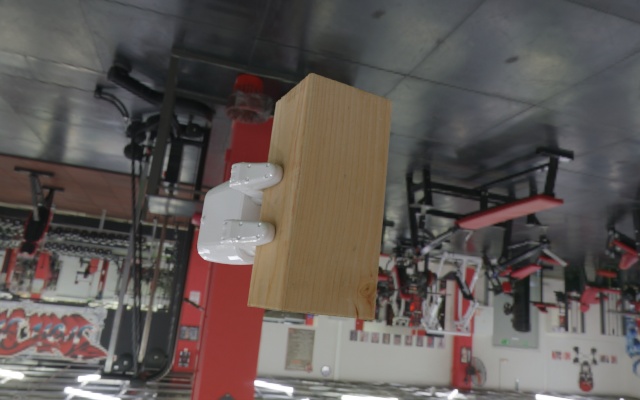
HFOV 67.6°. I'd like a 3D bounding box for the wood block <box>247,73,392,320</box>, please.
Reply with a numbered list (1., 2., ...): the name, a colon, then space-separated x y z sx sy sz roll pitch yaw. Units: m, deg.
1. wood block: 0.000 0.002 0.452 0.091 0.206 0.090 12 -14 -25
